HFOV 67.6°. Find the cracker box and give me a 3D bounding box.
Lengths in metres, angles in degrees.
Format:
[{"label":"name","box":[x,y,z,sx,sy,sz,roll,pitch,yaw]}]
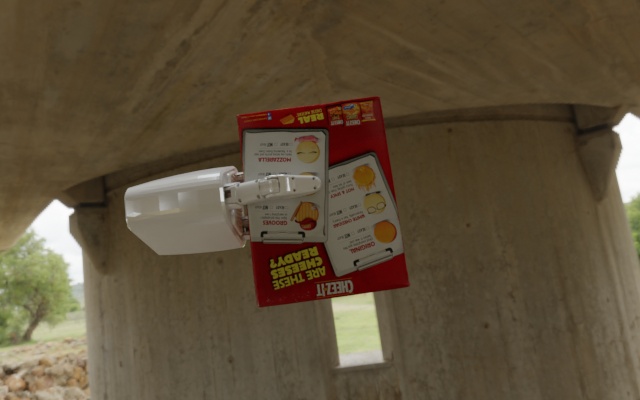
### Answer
[{"label":"cracker box","box":[0.000,0.002,0.544,0.164,0.213,0.072,-8,-8,0]}]
